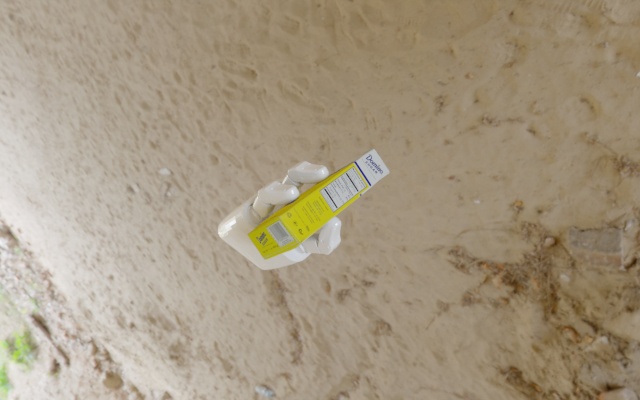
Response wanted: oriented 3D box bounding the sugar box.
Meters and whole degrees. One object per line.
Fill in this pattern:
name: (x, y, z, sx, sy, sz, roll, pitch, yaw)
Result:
sugar box: (0.000, 0.002, 0.601, 0.176, 0.048, 0.093, -40, 7, -36)
